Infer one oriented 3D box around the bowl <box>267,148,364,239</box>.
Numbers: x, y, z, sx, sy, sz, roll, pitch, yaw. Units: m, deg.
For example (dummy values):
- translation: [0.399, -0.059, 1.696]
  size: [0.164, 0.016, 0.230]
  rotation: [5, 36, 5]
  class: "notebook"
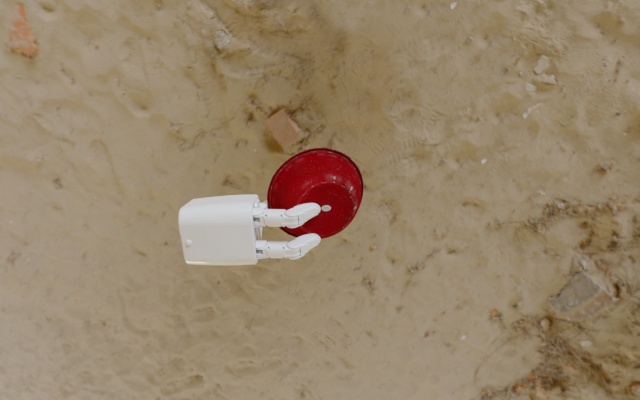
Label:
- translation: [0.001, 0.002, 0.747]
  size: [0.162, 0.162, 0.055]
  rotation: [0, 26, -18]
  class: "bowl"
